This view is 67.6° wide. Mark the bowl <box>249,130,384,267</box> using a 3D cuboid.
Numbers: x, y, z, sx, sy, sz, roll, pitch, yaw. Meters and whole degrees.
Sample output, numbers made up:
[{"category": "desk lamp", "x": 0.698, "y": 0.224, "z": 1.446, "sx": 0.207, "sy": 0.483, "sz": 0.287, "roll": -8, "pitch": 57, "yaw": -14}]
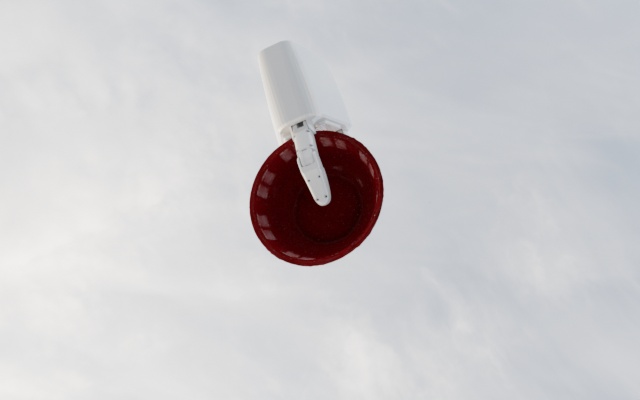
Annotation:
[{"category": "bowl", "x": 0.000, "y": 0.003, "z": 0.563, "sx": 0.162, "sy": 0.162, "sz": 0.055, "roll": 0, "pitch": -17, "yaw": 20}]
